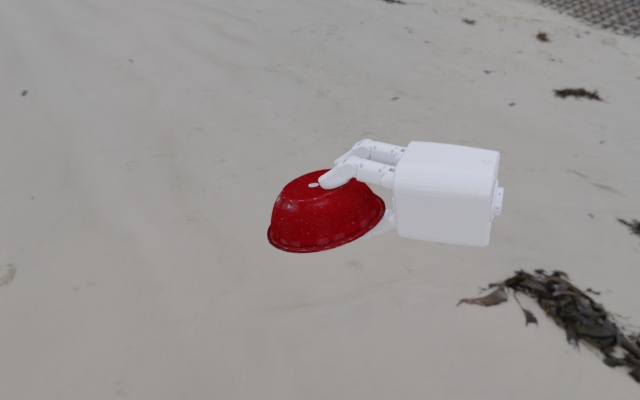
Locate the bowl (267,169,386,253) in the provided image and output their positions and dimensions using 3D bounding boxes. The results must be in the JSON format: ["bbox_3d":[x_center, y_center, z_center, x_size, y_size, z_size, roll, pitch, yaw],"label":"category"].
[{"bbox_3d":[-0.001,0.002,0.622,0.162,0.055,0.162,-14,24,6],"label":"bowl"}]
